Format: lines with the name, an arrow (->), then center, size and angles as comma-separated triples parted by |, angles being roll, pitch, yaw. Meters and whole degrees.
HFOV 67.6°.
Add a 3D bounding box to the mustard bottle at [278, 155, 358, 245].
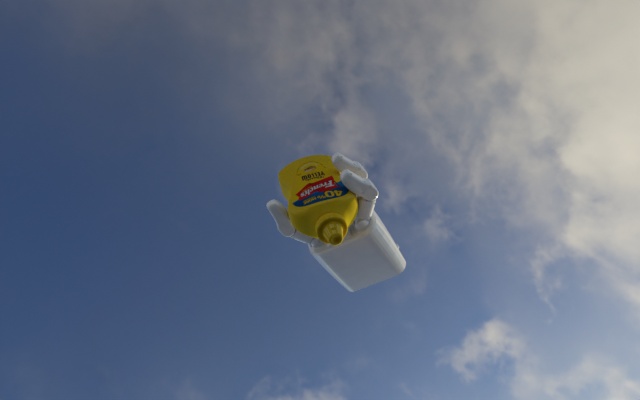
mustard bottle -> 0.000, 0.002, 0.668 | 0.096, 0.058, 0.191 | -14, 32, -5
